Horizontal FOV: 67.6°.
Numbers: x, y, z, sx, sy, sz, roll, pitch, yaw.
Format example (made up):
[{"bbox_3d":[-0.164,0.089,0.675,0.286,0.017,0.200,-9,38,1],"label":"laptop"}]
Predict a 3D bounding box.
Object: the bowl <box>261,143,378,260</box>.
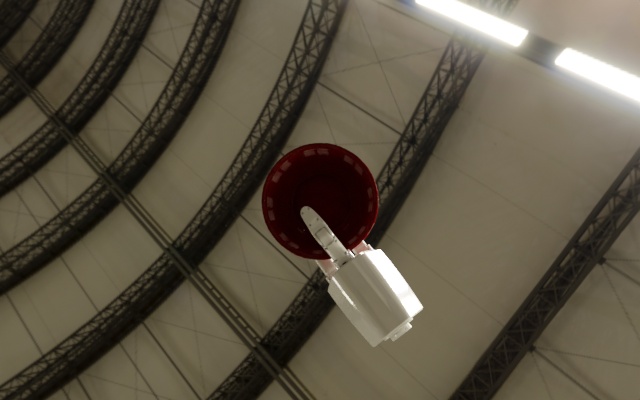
[{"bbox_3d":[0.000,0.001,0.681,0.162,0.162,0.055,0,-3,3],"label":"bowl"}]
